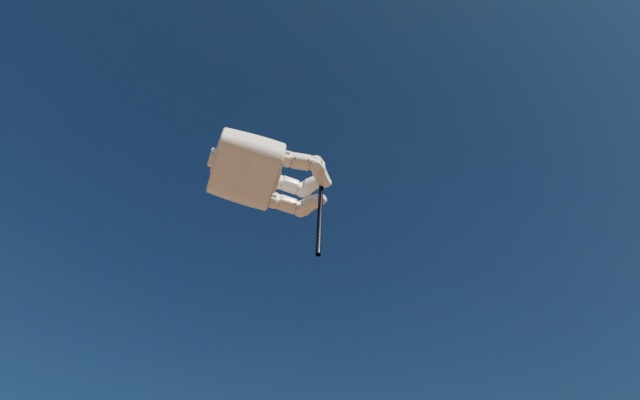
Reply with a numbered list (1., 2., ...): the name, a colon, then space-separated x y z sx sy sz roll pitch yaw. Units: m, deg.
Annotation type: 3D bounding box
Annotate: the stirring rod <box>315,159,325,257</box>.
1. stirring rod: 0.000 0.003 0.781 0.011 0.011 0.239 0 39 2
